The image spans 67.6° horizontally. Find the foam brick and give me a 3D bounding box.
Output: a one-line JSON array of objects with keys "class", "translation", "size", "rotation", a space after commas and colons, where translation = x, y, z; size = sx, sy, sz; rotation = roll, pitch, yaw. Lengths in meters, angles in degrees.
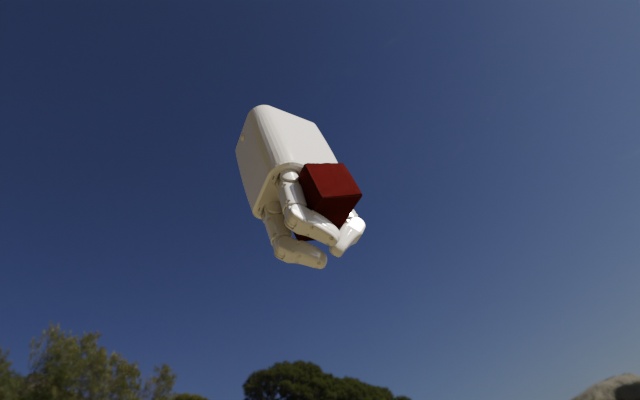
[{"class": "foam brick", "translation": [0.000, 0.002, 0.531], "size": [0.053, 0.051, 0.078], "rotation": [-2, -39, -31]}]
